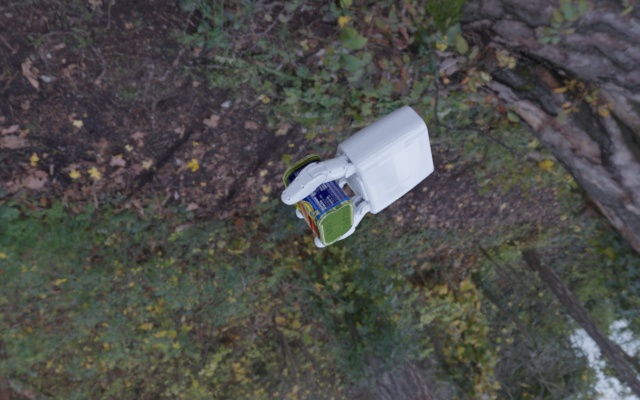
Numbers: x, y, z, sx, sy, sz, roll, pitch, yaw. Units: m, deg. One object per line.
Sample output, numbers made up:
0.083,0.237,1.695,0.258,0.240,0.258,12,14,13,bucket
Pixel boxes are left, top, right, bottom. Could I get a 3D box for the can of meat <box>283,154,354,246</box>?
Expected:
0.000,0.002,0.630,0.057,0.084,0.102,-32,-24,-11,can of meat
